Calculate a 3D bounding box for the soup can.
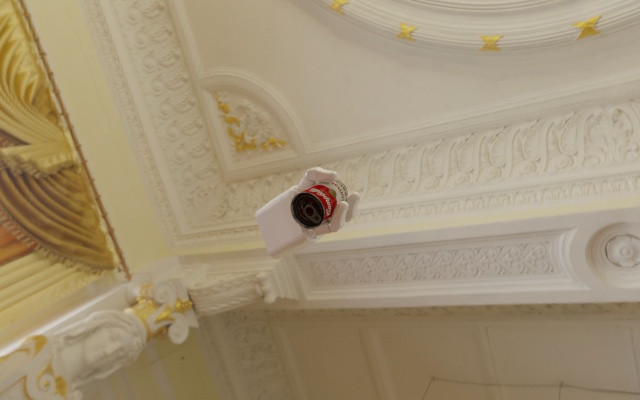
[{"bbox_3d":[0.001,0.002,0.869,0.068,0.068,0.102,0,18,29],"label":"soup can"}]
